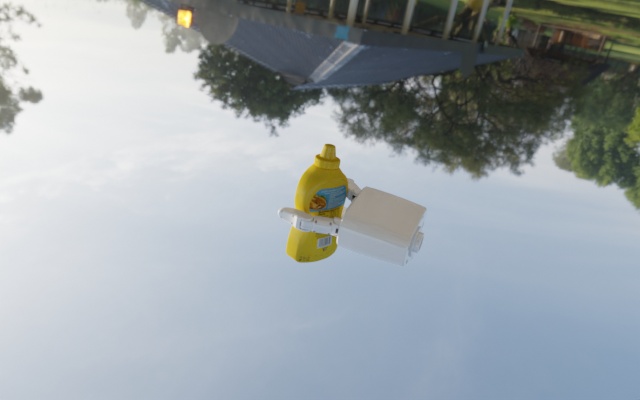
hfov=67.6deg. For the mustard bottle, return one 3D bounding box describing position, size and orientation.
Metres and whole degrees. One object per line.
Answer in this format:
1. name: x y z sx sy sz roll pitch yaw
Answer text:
1. mustard bottle: 0.000 0.003 0.768 0.096 0.192 0.058 -11 31 -41
